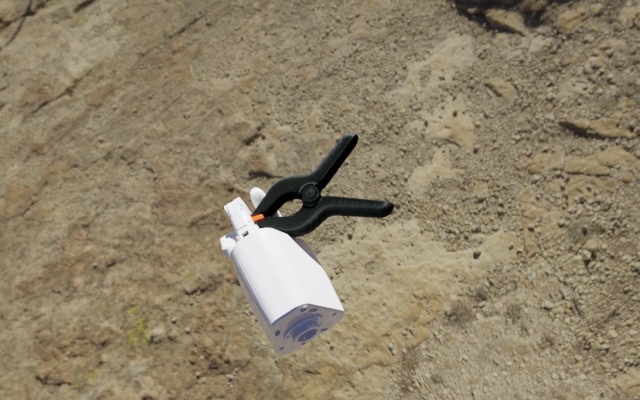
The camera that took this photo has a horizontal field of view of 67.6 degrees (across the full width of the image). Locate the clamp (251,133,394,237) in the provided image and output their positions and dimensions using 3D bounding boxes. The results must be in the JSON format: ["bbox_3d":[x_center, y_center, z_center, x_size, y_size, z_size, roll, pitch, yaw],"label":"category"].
[{"bbox_3d":[0.000,0.002,0.579,0.171,0.120,0.039,-33,-32,0],"label":"clamp"}]
